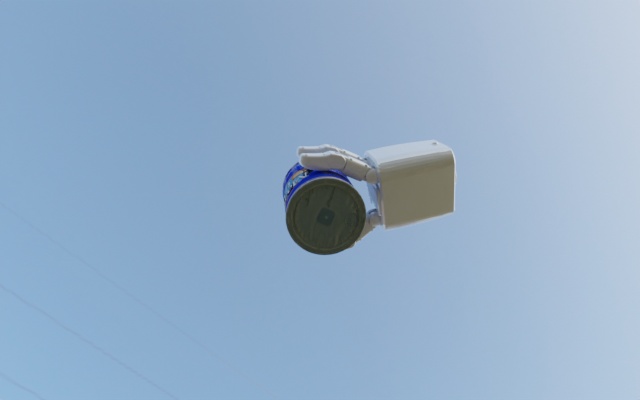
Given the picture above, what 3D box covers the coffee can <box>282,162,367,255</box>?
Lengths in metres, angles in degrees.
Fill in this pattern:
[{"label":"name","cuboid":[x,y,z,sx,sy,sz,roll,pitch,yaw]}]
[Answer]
[{"label":"coffee can","cuboid":[0.000,0.002,0.665,0.103,0.103,0.140,0,16,-6]}]
